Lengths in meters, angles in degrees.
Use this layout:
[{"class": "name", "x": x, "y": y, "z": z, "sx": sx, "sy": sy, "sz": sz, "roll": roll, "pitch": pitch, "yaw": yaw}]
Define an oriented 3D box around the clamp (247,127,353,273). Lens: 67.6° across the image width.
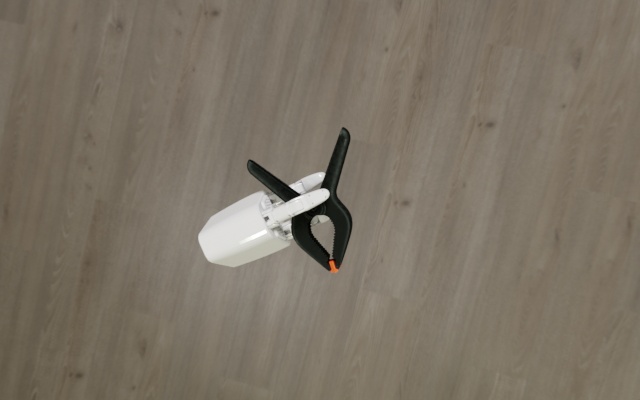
[{"class": "clamp", "x": 0.000, "y": 0.003, "z": 0.717, "sx": 0.164, "sy": 0.210, "sz": 0.036, "roll": -25, "pitch": -1, "yaw": 12}]
